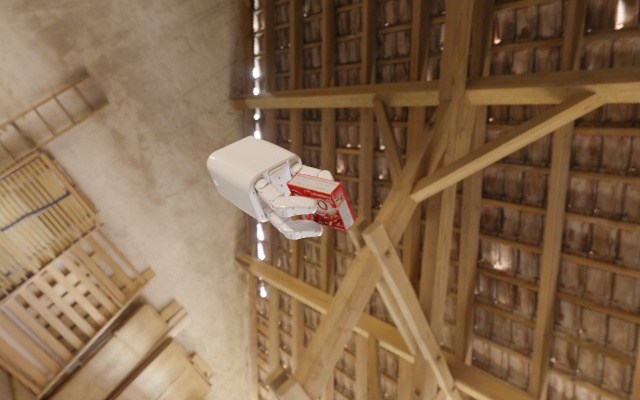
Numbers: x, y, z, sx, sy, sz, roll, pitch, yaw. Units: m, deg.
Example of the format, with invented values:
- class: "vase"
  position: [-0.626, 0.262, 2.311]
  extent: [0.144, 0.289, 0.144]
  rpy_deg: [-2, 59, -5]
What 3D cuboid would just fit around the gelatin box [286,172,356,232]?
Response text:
- class: "gelatin box"
  position: [0.001, 0.002, 0.688]
  extent: [0.089, 0.073, 0.030]
  rpy_deg: [15, 51, 39]
